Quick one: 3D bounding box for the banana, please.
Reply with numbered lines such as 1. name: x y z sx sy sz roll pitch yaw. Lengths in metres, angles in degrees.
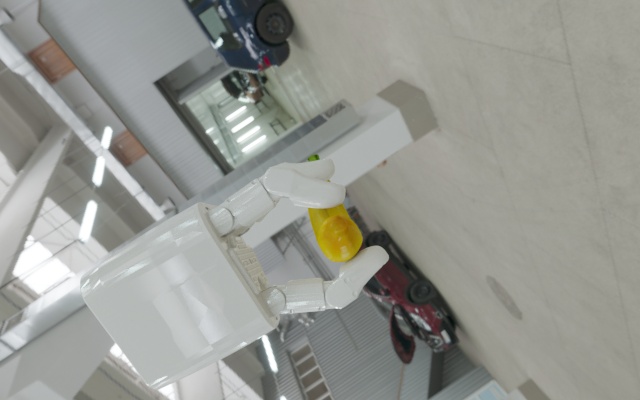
1. banana: 0.008 0.016 0.425 0.037 0.070 0.197 -26 20 1
